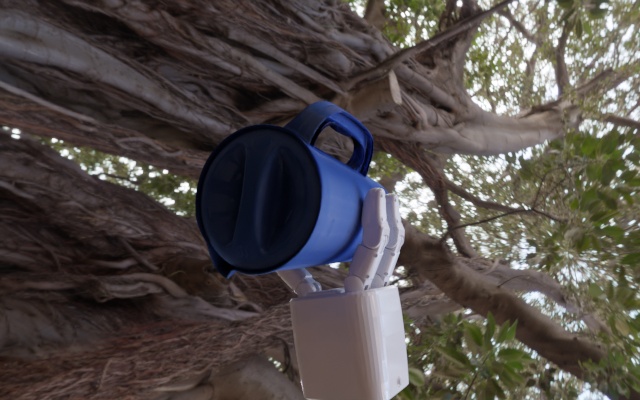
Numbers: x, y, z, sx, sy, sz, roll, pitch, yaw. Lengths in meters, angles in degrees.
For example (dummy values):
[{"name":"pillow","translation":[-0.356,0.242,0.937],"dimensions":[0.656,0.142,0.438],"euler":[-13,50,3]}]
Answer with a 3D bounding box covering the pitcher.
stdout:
[{"name":"pitcher","translation":[0.000,0.002,0.514],"dimensions":[0.149,0.145,0.243],"euler":[-15,-12,25]}]
